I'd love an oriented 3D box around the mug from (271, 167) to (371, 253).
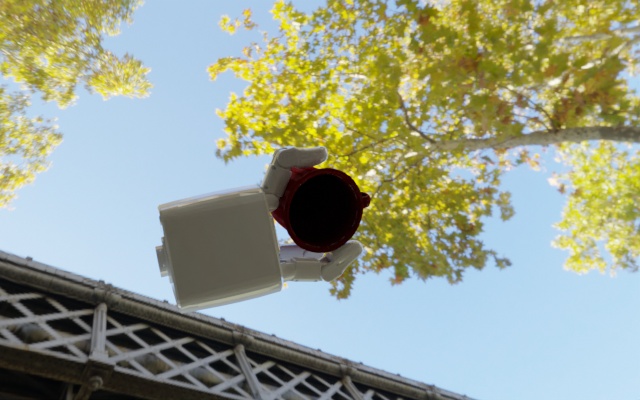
[{"bbox_3d":[0.001,0.001,0.548,0.117,0.093,0.081,-10,15,-22],"label":"mug"}]
